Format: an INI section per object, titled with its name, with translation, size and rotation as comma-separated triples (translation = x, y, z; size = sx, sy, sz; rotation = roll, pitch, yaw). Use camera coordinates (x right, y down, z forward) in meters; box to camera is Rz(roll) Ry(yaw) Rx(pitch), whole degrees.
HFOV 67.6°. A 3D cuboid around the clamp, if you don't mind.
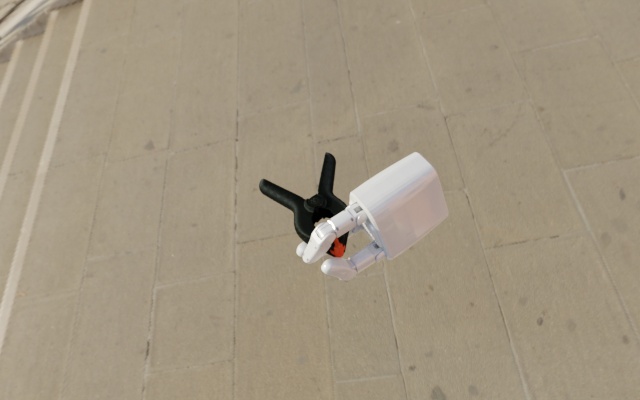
[clamp]
translation = 0.000, 0.002, 0.672
size = 0.120, 0.171, 0.039
rotation = -34, -32, -8
